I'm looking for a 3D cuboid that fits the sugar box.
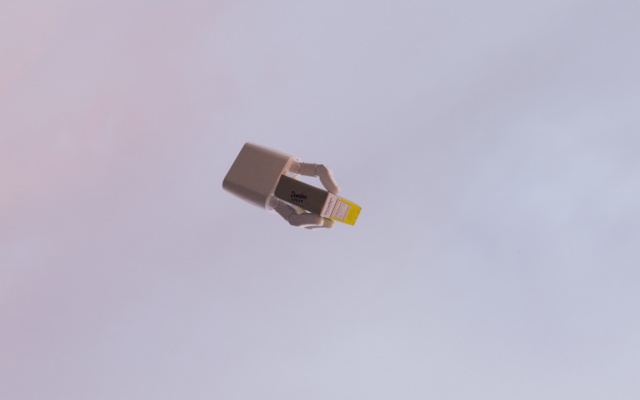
[{"bbox_3d":[0.000,0.003,0.828,0.093,0.048,0.176,22,3,24],"label":"sugar box"}]
